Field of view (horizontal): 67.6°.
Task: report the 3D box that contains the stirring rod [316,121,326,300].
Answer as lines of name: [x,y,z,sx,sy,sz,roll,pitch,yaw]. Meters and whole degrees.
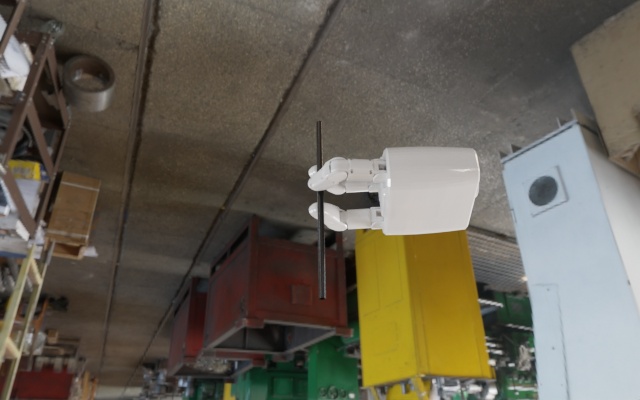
stirring rod: [0.000,0.002,0.580,0.011,0.239,0.011,-1,-28,0]
